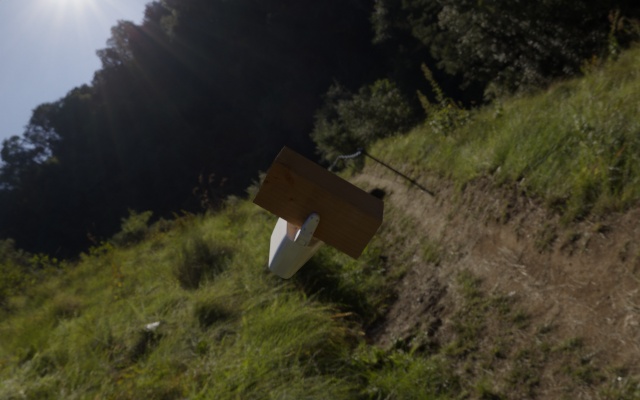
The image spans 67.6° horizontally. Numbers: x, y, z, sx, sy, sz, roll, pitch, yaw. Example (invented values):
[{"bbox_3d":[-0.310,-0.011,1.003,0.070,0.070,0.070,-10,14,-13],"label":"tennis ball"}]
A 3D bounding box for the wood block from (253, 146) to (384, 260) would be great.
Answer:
[{"bbox_3d":[0.000,0.003,0.838,0.206,0.090,0.090,29,25,-4],"label":"wood block"}]
